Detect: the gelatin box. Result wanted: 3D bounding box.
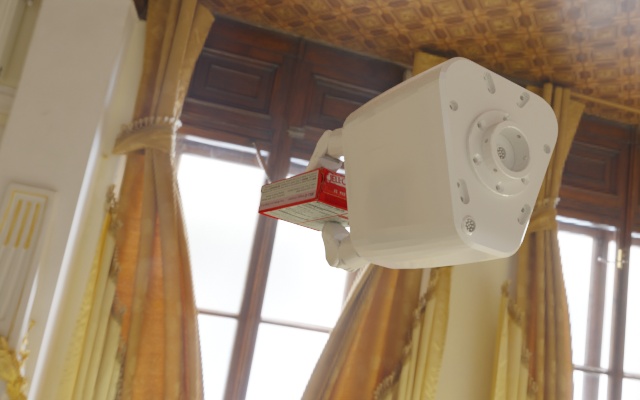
[{"bbox_3d":[0.000,0.002,0.417,0.073,0.030,0.089,19,-21,-36],"label":"gelatin box"}]
